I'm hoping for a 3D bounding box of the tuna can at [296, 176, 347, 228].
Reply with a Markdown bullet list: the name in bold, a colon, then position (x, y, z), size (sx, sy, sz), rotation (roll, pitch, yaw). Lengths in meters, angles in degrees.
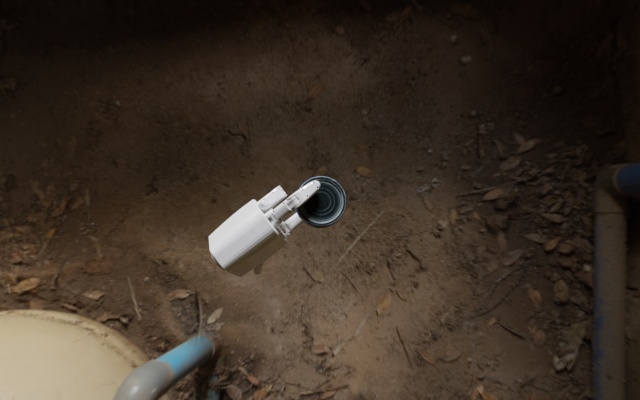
- **tuna can**: position (0.000, 0.003, 0.796), size (0.086, 0.086, 0.034), rotation (0, -6, -4)
